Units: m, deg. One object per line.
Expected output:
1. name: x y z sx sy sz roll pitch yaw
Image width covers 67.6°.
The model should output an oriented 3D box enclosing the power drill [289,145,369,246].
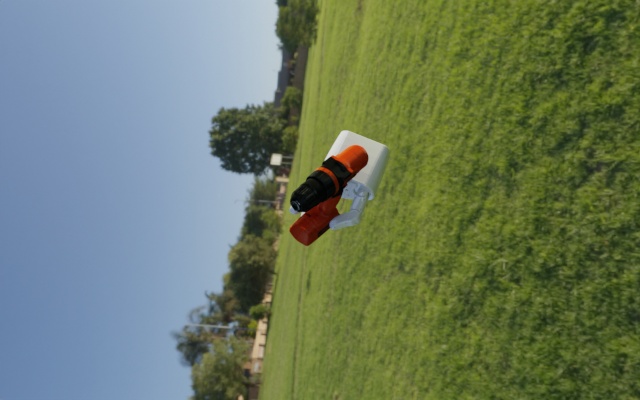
1. power drill: 0.000 0.003 0.851 0.184 0.057 0.188 -38 -17 -36
